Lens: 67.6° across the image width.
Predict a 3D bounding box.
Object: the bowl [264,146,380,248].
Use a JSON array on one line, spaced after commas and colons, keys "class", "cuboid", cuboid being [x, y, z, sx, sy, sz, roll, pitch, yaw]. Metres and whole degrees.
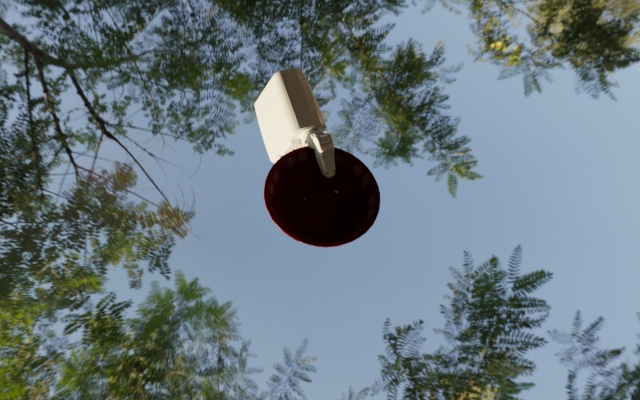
[{"class": "bowl", "cuboid": [0.000, 0.004, 0.675, 0.162, 0.162, 0.055, 0, -30, -8]}]
